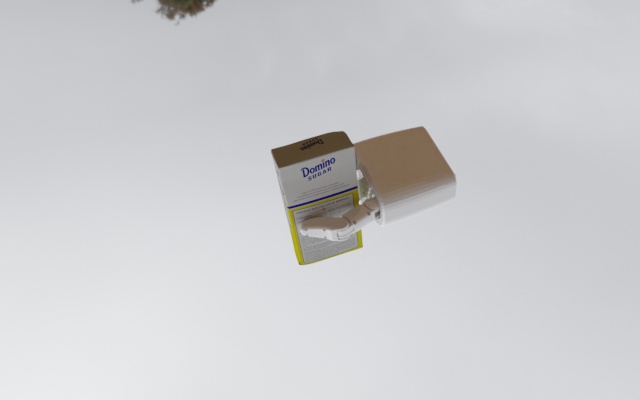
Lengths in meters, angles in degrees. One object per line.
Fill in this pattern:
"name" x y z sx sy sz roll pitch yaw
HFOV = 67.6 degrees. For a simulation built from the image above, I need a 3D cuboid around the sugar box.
"sugar box" 0.000 0.002 0.603 0.093 0.176 0.048 -16 41 -9
